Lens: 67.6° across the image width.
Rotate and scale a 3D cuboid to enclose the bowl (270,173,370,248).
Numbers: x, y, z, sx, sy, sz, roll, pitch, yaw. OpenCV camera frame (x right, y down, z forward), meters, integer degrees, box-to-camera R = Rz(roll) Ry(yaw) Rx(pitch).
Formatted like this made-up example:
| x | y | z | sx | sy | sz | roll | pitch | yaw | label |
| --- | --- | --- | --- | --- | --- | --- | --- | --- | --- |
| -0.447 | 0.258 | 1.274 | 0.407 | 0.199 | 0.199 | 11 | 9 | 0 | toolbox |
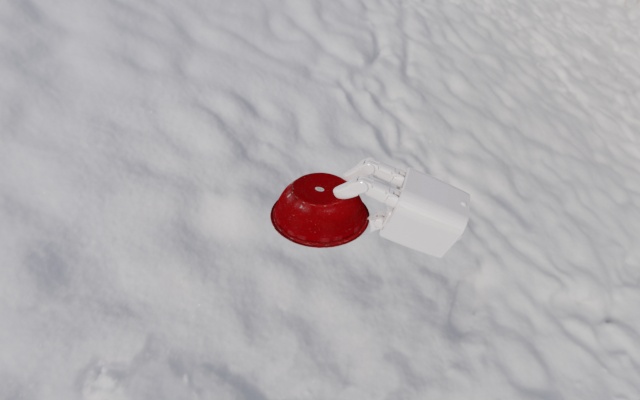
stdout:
| x | y | z | sx | sy | sz | roll | pitch | yaw | label |
| --- | --- | --- | --- | --- | --- | --- | --- | --- | --- |
| -0.001 | 0.002 | 0.760 | 0.162 | 0.055 | 0.162 | 1 | 36 | -1 | bowl |
